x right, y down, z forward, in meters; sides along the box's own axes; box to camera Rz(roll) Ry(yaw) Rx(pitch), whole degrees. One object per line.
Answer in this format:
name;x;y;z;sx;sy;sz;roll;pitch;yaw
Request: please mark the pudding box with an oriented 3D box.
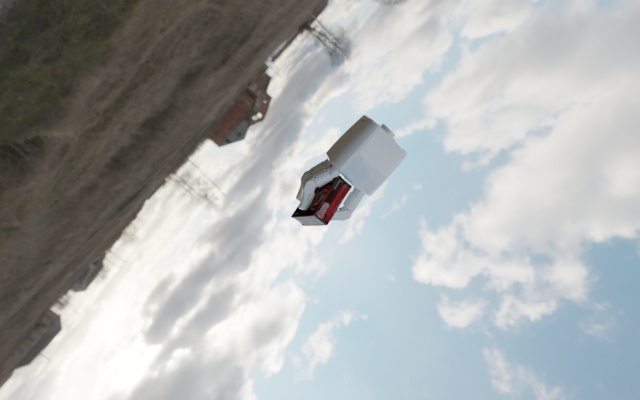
pudding box;0.000;0.003;0.890;0.039;0.090;0.113;39;-18;-15
